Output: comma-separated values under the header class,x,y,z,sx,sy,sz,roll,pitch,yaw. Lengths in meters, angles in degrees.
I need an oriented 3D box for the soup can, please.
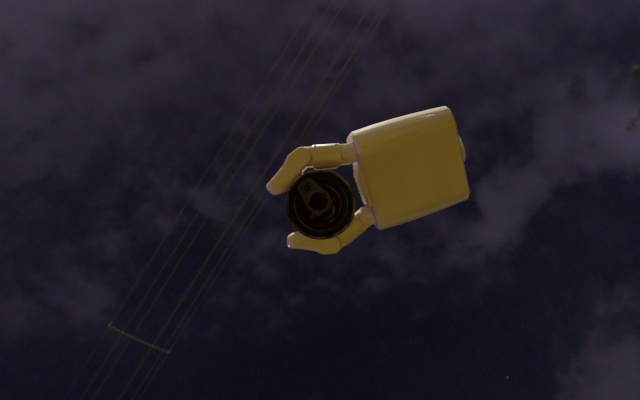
class,x,y,z,sx,sy,sz,roll,pitch,yaw
soup can,0.000,0.002,0.508,0.068,0.068,0.102,0,3,-1
